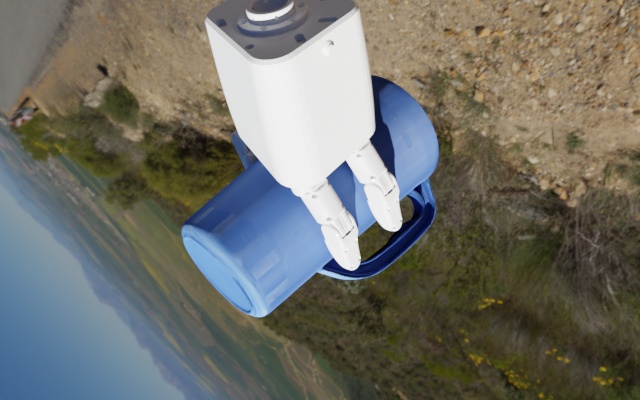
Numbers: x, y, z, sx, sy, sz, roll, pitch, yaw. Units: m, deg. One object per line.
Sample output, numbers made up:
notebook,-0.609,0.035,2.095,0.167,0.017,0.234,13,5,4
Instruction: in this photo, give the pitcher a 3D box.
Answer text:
pitcher,0.000,0.001,0.463,0.149,0.145,0.242,30,59,33
